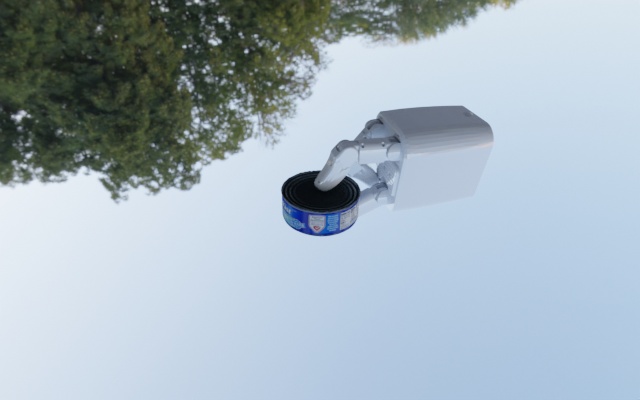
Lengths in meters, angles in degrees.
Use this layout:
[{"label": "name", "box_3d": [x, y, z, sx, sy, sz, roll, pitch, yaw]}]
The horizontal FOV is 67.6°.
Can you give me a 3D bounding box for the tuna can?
[{"label": "tuna can", "box_3d": [0.000, 0.002, 0.522, 0.086, 0.034, 0.086, 1, 33, -1]}]
